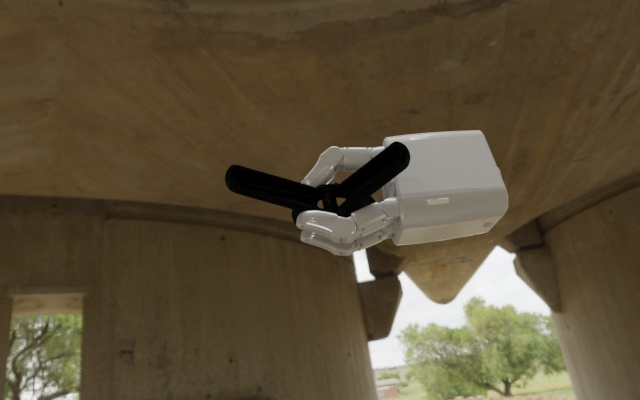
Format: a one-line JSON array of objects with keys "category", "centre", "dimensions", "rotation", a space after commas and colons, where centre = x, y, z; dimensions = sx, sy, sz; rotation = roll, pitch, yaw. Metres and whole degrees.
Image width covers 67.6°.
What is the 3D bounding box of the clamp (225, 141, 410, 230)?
[{"category": "clamp", "centre": [0.000, 0.001, 0.500], "dimensions": [0.164, 0.036, 0.210], "rotation": [-4, -21, 2]}]
